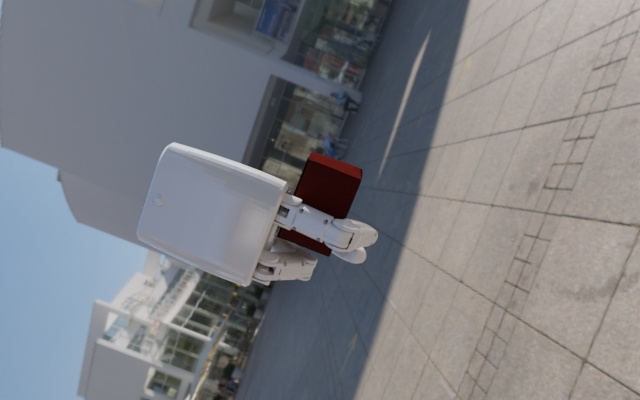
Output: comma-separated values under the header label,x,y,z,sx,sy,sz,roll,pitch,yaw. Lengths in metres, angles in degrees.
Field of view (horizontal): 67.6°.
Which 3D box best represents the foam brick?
label,x,y,z,sx,sy,sz,roll,pitch,yaw
foam brick,0.000,0.001,0.434,0.051,0.078,0.053,22,13,0
